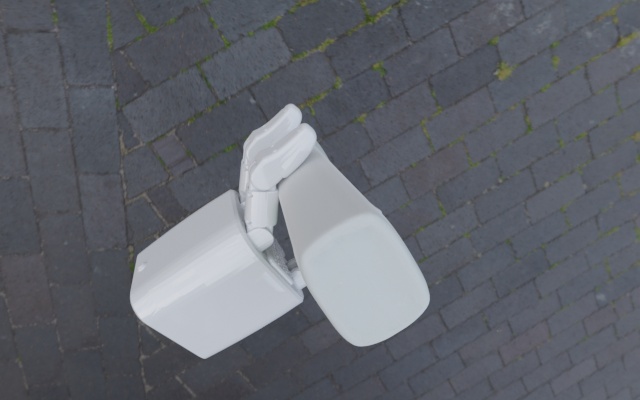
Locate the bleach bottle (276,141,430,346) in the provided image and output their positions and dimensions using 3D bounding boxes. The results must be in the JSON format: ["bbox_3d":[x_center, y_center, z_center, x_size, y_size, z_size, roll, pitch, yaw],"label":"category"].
[{"bbox_3d":[0.000,0.001,0.407,0.068,0.103,0.250,-32,28,1],"label":"bleach bottle"}]
